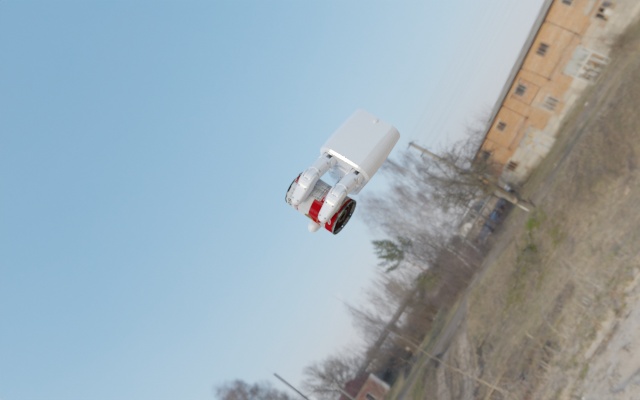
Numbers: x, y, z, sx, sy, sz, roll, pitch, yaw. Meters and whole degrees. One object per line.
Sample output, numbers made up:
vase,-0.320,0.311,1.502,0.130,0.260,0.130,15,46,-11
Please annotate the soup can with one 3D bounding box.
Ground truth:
soup can,0.000,0.003,0.805,0.102,0.068,0.068,33,11,17
